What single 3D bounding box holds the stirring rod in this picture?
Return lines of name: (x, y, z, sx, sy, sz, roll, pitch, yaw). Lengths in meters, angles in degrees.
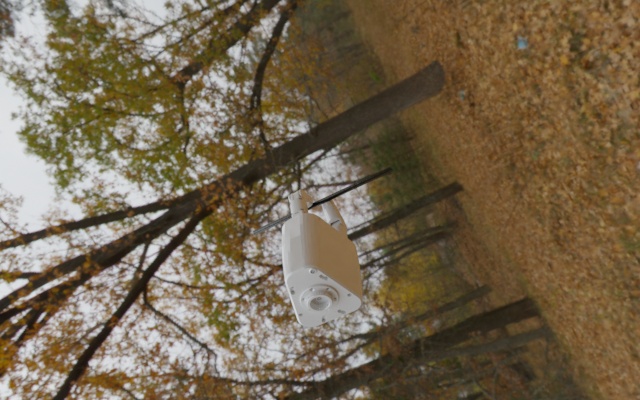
stirring rod: (0.000, 0.002, 0.737, 0.239, 0.011, 0.011, -25, -6, 13)
